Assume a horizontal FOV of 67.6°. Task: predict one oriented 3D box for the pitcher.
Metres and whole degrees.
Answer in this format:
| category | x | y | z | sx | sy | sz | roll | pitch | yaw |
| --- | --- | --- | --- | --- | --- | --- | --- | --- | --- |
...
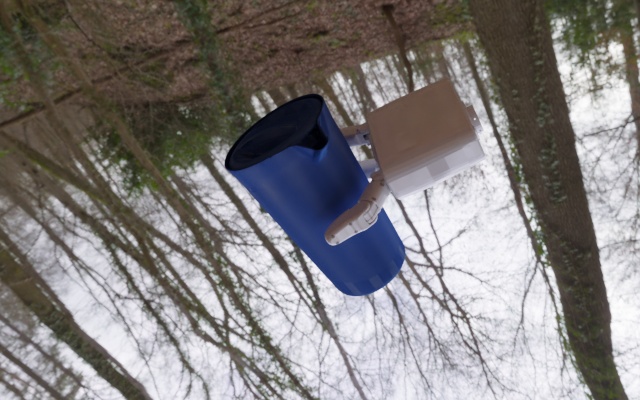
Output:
| category | x | y | z | sx | sy | sz | roll | pitch | yaw |
| --- | --- | --- | --- | --- | --- | --- | --- | --- | --- |
| pitcher | 0.000 | 0.002 | 0.591 | 0.145 | 0.243 | 0.149 | -25 | 30 | 18 |
